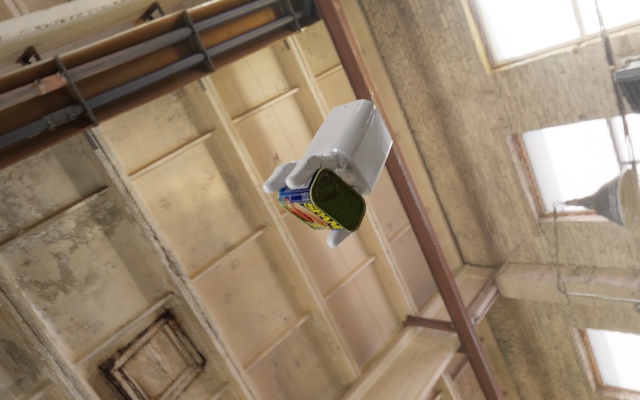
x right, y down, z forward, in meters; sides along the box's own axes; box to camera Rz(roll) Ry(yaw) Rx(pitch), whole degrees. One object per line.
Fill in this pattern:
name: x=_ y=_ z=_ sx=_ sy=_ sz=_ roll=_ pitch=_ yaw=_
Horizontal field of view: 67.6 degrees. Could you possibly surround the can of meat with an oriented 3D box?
can of meat: x=0.000 y=0.002 z=0.686 sx=0.102 sy=0.057 sz=0.084 roll=38 pitch=-26 yaw=-32
